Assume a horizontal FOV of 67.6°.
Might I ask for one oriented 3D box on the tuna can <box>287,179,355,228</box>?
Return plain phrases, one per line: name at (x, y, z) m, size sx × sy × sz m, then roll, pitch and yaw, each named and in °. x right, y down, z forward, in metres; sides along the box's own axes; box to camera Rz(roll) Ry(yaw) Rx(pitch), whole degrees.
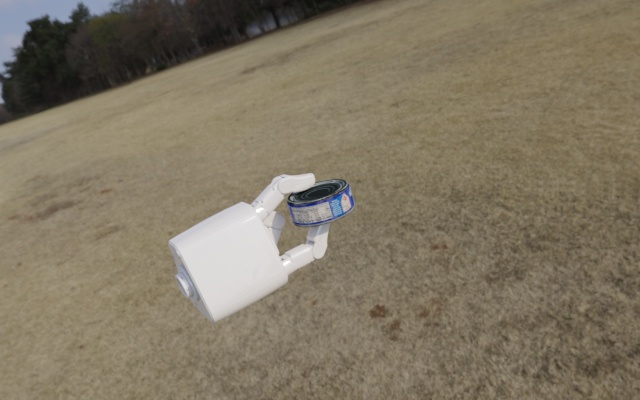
tuna can at (0.000, 0.001, 0.625) m, size 0.086 × 0.034 × 0.086 m, roll -15°, pitch 17°, yaw 5°
